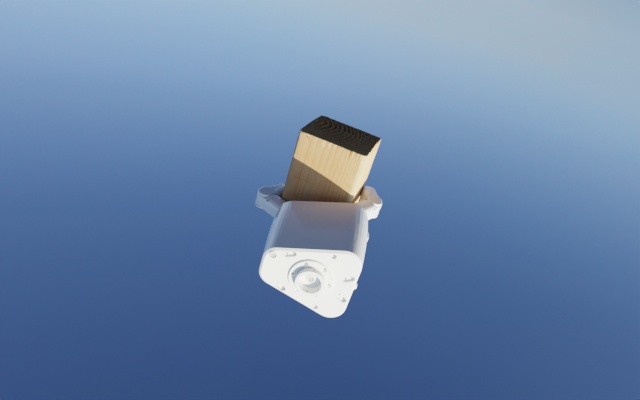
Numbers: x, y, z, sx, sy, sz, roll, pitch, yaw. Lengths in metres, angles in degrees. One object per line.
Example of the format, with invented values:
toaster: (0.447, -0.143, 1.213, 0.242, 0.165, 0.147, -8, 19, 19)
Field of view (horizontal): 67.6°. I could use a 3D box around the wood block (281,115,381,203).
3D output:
wood block: (0.000, 0.002, 0.653, 0.091, 0.206, 0.090, 23, 28, 9)
